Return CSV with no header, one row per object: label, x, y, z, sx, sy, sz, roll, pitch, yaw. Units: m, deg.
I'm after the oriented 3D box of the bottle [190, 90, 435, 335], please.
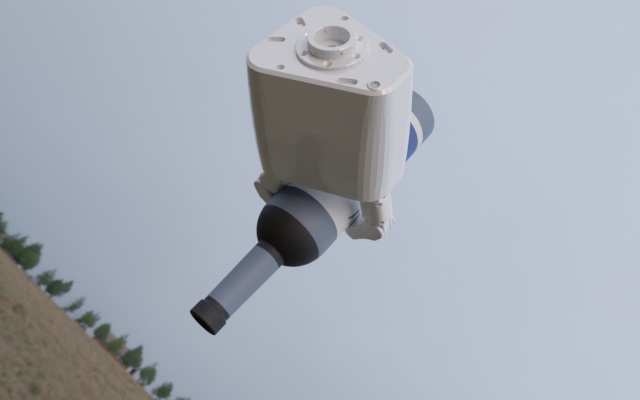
bottle,0.000,0.001,0.434,0.295,0.069,0.069,-46,26,-28
